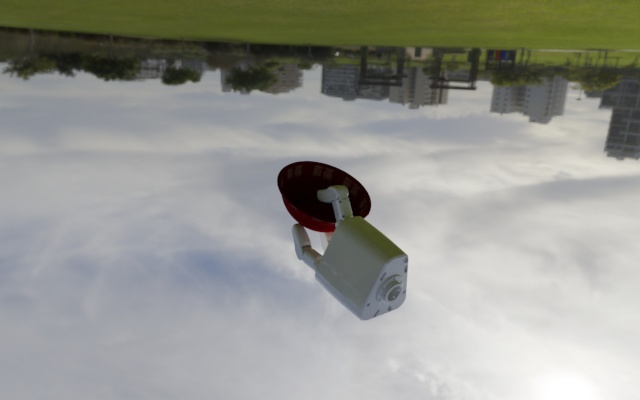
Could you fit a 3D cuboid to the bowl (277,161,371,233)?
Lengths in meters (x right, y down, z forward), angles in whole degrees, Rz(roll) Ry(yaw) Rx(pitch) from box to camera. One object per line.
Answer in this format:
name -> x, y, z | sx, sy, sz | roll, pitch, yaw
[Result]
bowl -> 0.000, 0.002, 0.795 | 0.162, 0.055, 0.162 | 14, 36, -11
